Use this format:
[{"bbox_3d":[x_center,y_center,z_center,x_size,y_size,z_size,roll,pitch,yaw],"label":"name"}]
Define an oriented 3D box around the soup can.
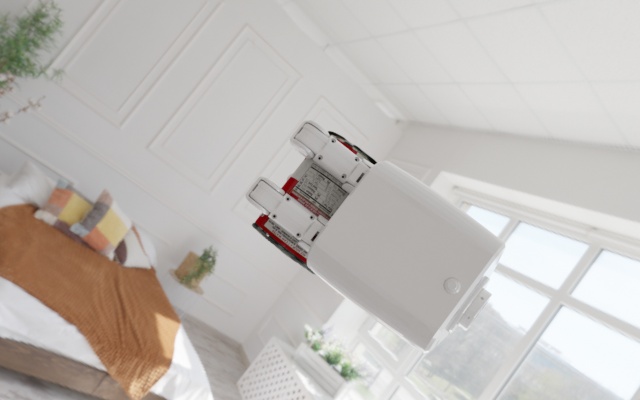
[{"bbox_3d":[0.000,0.001,0.402,0.068,0.102,0.068,38,-3,3],"label":"soup can"}]
